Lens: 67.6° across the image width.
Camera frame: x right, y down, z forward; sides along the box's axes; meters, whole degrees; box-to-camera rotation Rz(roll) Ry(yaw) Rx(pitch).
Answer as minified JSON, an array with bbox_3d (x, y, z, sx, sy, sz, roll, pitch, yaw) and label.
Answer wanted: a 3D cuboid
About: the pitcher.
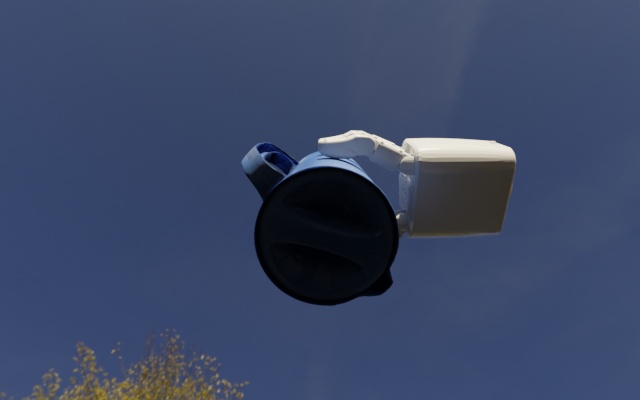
[{"bbox_3d":[0.000,0.002,0.544,0.145,0.149,0.242,-2,13,1],"label":"pitcher"}]
